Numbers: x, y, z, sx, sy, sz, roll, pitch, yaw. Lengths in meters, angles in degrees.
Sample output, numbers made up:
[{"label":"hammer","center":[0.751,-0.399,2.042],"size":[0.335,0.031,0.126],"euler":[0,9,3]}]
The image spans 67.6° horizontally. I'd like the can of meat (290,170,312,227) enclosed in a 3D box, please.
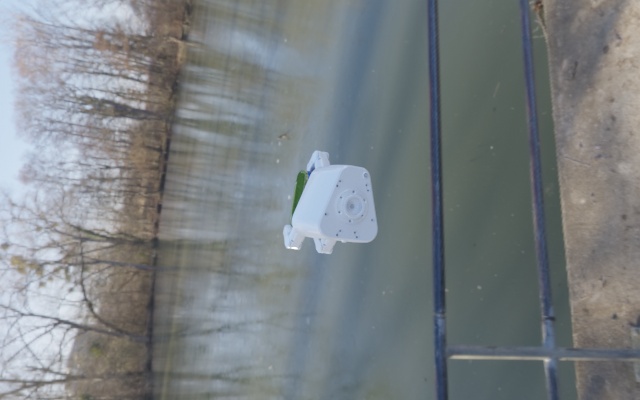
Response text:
[{"label":"can of meat","center":[0.000,0.002,0.801],"size":[0.084,0.102,0.057],"euler":[8,1,-21]}]
